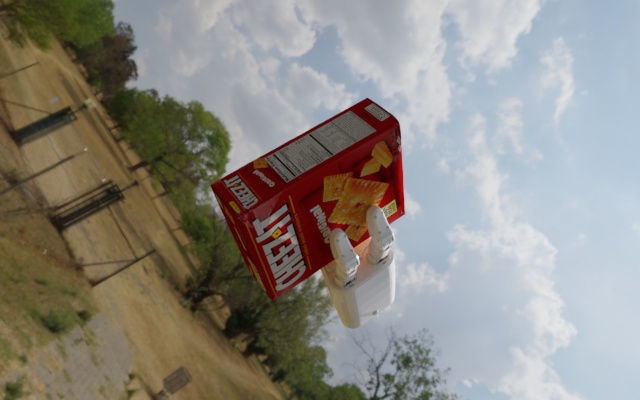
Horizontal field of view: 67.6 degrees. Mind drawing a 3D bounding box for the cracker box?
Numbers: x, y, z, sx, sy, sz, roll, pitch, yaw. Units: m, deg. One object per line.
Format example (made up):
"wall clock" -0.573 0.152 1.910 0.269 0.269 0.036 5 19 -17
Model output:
"cracker box" 0.000 0.002 0.570 0.213 0.164 0.072 -32 50 -17
